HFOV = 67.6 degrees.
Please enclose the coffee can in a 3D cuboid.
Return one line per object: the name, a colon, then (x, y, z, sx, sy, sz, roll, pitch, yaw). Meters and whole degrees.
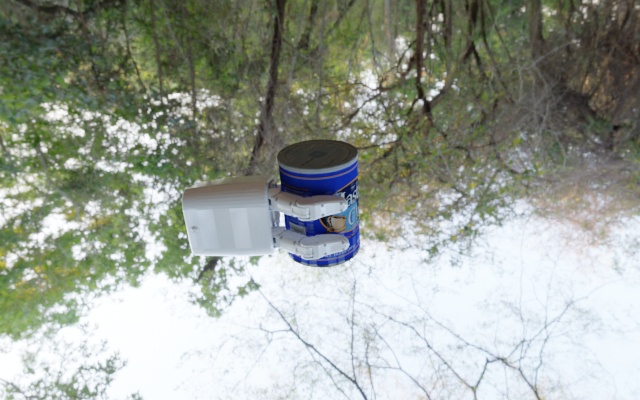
coffee can: (0.000, 0.002, 0.632, 0.103, 0.140, 0.102, -3, 27, 2)
